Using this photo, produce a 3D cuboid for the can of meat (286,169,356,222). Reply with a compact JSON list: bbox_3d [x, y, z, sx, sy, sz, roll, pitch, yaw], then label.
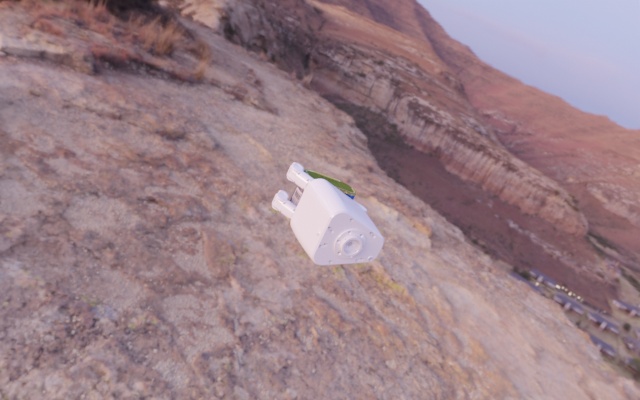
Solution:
[{"bbox_3d":[0.000,0.002,0.819,0.102,0.084,0.057,18,19,-25],"label":"can of meat"}]
